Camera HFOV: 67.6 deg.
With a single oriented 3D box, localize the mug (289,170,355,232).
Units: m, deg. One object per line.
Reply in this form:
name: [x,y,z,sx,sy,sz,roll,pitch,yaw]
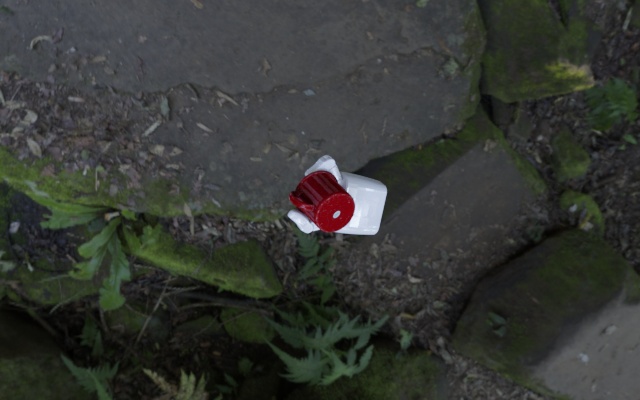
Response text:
mug: [-0.001,0.003,0.852,0.117,0.093,0.081,8,23,-33]
